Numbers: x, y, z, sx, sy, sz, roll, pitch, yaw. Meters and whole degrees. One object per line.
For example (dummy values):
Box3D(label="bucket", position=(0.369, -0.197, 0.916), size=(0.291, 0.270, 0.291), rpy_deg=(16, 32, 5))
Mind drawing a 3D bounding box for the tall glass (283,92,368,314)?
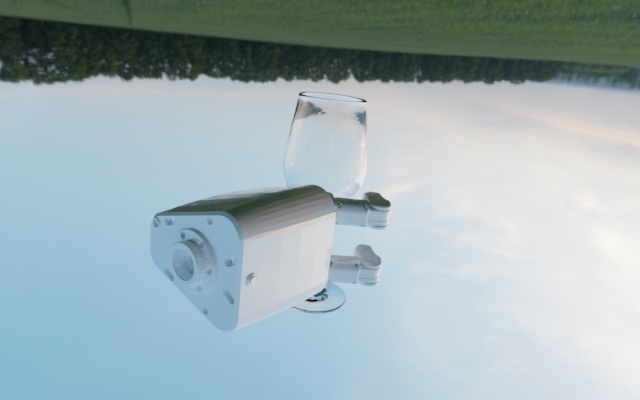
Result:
Box3D(label="tall glass", position=(0.000, 0.002, 0.457), size=(0.079, 0.201, 0.079), rpy_deg=(6, 17, -2))
